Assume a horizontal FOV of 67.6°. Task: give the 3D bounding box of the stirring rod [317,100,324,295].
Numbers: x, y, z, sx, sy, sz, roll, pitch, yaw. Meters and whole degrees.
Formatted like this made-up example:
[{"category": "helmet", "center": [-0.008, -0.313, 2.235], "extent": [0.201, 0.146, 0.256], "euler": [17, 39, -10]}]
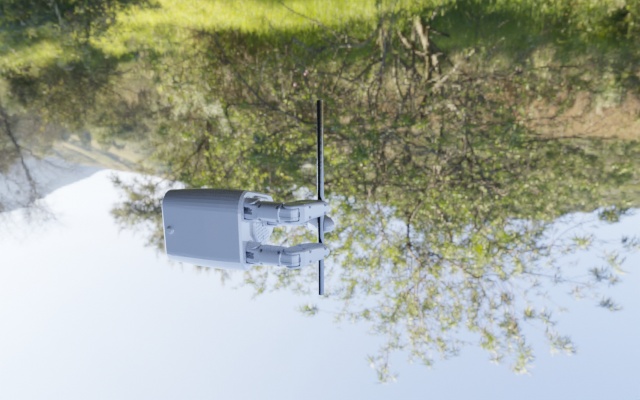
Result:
[{"category": "stirring rod", "center": [0.000, 0.002, 0.575], "extent": [0.011, 0.239, 0.011], "euler": [0, 14, 0]}]
